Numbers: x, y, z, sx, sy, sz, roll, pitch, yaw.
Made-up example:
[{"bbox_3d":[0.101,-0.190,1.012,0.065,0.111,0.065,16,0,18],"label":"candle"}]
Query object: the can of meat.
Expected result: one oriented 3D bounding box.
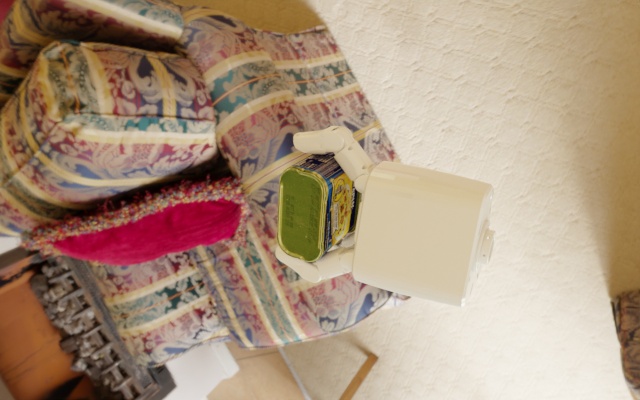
[{"bbox_3d":[0.000,0.002,0.488,0.057,0.102,0.084,16,28,24],"label":"can of meat"}]
